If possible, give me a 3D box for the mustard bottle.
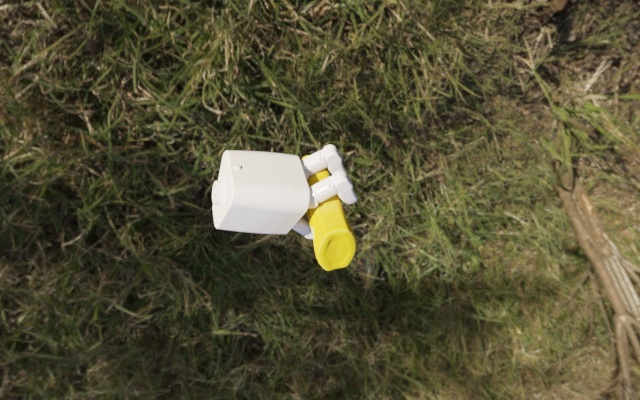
[{"bbox_3d":[0.001,0.002,0.712,0.058,0.191,0.096,-13,-40,-6],"label":"mustard bottle"}]
